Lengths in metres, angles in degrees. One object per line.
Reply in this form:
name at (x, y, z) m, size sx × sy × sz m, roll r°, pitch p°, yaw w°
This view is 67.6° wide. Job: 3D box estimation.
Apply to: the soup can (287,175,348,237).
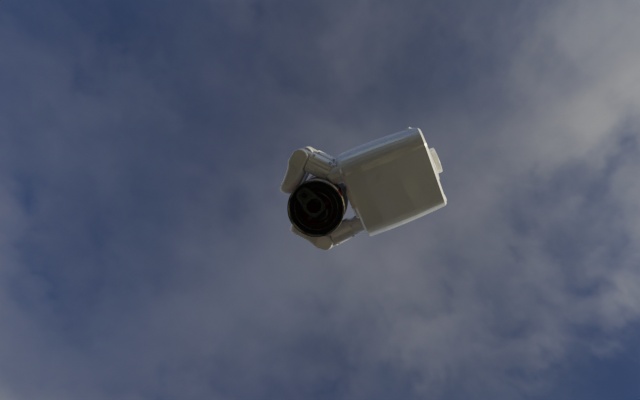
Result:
soup can at (0.000, 0.002, 0.608) m, size 0.068 × 0.068 × 0.102 m, roll 0°, pitch 9°, yaw 7°
